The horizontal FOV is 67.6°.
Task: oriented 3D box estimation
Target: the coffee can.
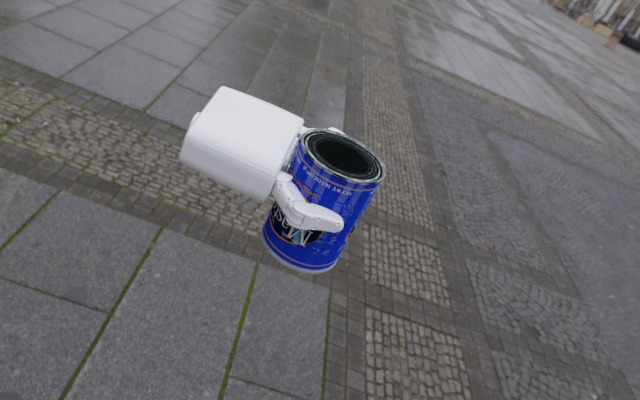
[{"bbox_3d":[0.000,0.002,0.564,0.103,0.140,0.102,19,32,-12],"label":"coffee can"}]
